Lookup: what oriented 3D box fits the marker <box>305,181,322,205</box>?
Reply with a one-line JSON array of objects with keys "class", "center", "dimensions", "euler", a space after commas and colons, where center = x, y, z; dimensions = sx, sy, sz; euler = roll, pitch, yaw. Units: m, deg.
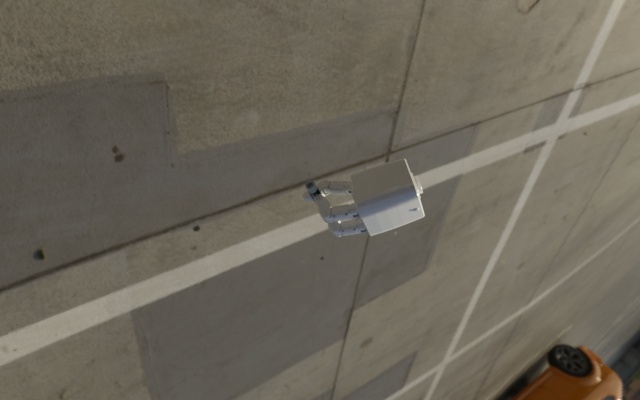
[{"class": "marker", "center": [0.000, 0.003, 0.898], "dimensions": [0.020, 0.020, 0.121], "euler": [0, -31, 22]}]
